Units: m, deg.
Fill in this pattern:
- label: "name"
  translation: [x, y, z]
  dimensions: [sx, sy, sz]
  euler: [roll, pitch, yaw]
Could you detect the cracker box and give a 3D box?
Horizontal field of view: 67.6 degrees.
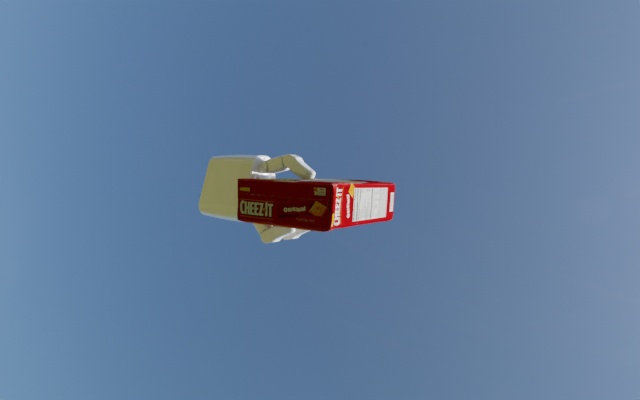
- label: "cracker box"
  translation: [0.000, 0.002, 0.750]
  dimensions: [0.164, 0.072, 0.213]
  euler: [4, 4, 31]
